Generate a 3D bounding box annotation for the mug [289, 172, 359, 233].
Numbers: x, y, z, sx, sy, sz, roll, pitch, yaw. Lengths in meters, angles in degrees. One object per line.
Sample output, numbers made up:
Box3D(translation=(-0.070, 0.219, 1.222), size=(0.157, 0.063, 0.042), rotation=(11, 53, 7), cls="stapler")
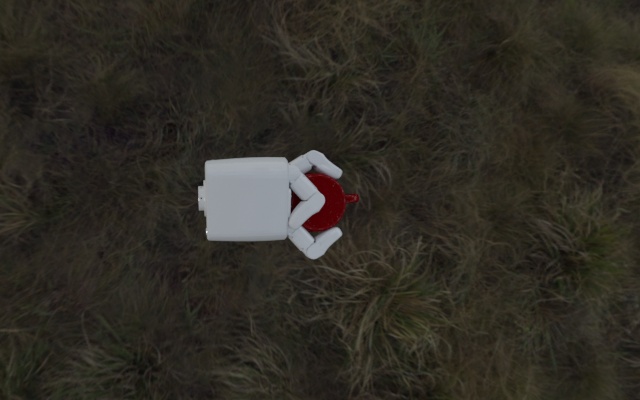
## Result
Box3D(translation=(0.002, 0.002, 0.700), size=(0.117, 0.093, 0.081), rotation=(-3, 0, -14), cls="mug")
